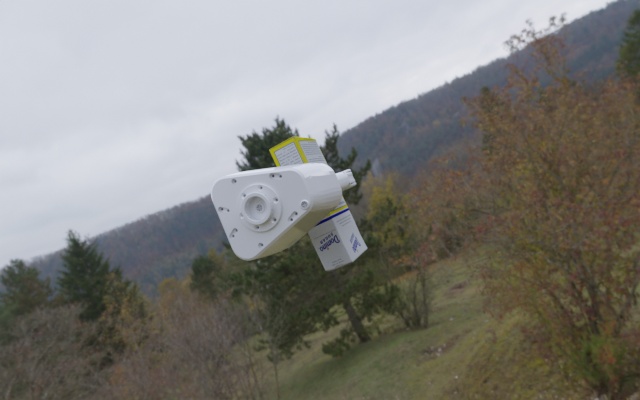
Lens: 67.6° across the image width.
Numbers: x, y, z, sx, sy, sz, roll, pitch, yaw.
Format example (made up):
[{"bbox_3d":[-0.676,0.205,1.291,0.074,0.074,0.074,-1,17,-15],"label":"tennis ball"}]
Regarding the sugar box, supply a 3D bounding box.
[{"bbox_3d":[0.000,0.002,0.644,0.048,0.176,0.093,-23,-2,19],"label":"sugar box"}]
